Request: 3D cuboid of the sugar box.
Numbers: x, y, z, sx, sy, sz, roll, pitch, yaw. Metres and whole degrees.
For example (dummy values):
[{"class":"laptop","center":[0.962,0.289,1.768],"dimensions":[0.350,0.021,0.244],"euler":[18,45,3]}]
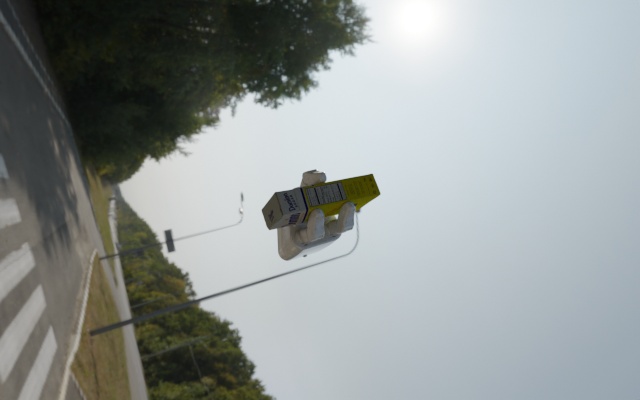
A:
[{"class":"sugar box","center":[0.000,0.003,0.784],"dimensions":[0.176,0.048,0.093],"euler":[-15,-13,-24]}]
